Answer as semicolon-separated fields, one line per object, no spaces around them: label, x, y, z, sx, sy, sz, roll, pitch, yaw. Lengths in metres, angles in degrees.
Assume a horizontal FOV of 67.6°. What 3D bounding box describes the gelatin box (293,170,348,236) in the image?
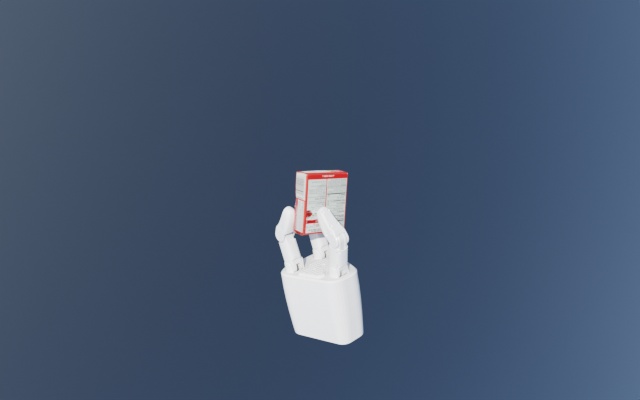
gelatin box;0.000;0.002;0.683;0.073;0.089;0.030;-5;14;-35
